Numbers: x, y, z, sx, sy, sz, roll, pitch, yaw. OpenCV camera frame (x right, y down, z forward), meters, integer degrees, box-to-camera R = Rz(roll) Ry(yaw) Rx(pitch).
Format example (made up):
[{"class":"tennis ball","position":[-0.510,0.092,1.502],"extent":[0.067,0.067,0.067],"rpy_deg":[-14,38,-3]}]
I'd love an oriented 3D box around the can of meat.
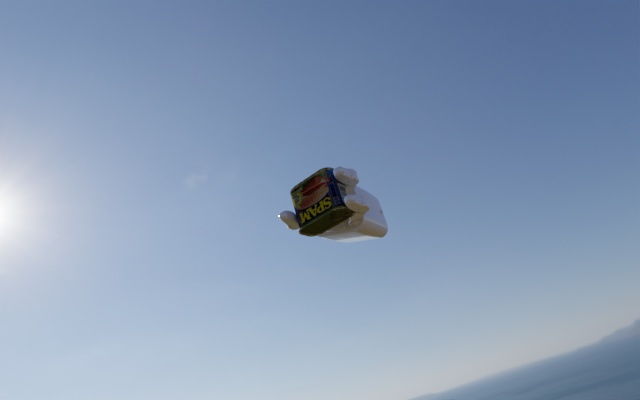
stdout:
[{"class":"can of meat","position":[0.000,0.002,0.833],"extent":[0.102,0.084,0.057],"rpy_deg":[-31,-29,28]}]
